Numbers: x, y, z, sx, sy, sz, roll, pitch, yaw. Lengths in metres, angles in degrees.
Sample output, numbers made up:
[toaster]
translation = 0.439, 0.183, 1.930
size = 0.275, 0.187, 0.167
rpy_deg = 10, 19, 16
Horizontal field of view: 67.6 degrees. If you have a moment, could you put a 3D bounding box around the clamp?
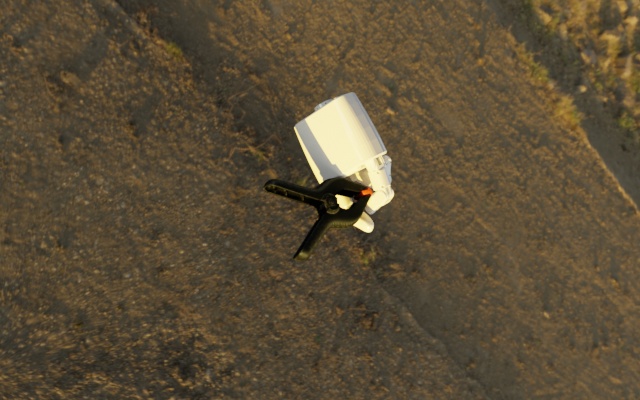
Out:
[clamp]
translation = 0.001, 0.002, 0.694
size = 0.171, 0.120, 0.039
rpy_deg = -28, 0, -39
